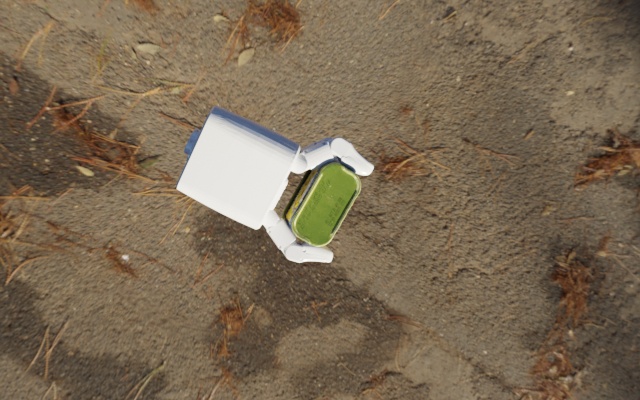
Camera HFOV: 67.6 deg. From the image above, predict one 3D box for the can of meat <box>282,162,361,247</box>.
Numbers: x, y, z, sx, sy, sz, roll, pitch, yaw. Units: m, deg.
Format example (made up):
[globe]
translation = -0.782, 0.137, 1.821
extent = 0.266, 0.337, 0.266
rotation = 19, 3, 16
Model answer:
[can of meat]
translation = 0.000, 0.002, 0.575
extent = 0.057, 0.102, 0.084
rotation = 30, -1, -10
